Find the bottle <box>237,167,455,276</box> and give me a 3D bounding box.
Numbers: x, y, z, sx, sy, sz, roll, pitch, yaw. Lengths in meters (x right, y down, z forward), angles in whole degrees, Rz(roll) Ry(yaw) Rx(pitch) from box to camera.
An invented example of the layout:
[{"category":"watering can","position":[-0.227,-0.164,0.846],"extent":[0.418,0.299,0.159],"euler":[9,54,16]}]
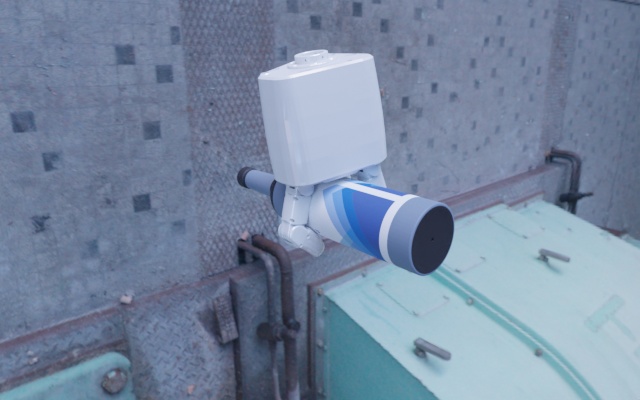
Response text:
[{"category":"bottle","position":[0.000,0.002,0.519],"extent":[0.069,0.069,0.295],"euler":[0,13,-43]}]
